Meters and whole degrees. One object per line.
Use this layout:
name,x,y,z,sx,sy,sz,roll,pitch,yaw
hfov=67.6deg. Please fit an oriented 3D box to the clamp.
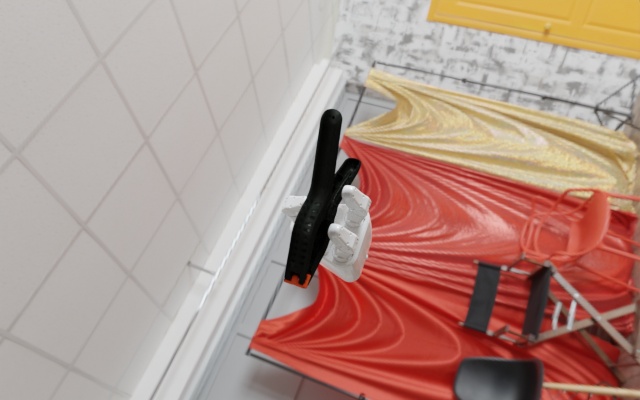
clamp,-0.001,0.002,0.593,0.036,0.210,0.165,15,-20,19
